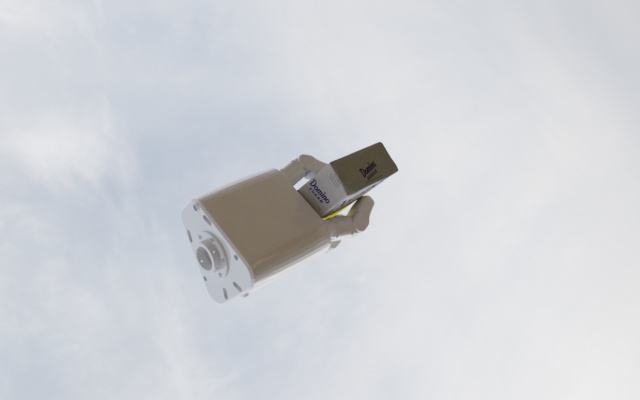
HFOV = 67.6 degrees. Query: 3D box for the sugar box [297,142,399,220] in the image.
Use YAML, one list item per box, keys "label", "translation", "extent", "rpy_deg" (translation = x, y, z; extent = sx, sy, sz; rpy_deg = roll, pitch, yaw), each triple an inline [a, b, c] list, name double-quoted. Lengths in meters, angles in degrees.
- label: "sugar box"
  translation: [0.000, 0.002, 0.557]
  extent: [0.093, 0.048, 0.176]
  rpy_deg: [-26, -6, -43]
